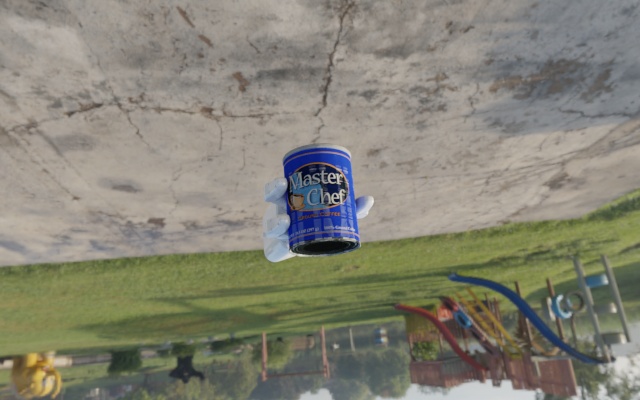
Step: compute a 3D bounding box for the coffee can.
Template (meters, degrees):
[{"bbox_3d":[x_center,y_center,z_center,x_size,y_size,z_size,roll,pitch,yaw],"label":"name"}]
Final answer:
[{"bbox_3d":[0.000,0.002,0.692,0.103,0.140,0.103,-5,-18,-2],"label":"coffee can"}]
